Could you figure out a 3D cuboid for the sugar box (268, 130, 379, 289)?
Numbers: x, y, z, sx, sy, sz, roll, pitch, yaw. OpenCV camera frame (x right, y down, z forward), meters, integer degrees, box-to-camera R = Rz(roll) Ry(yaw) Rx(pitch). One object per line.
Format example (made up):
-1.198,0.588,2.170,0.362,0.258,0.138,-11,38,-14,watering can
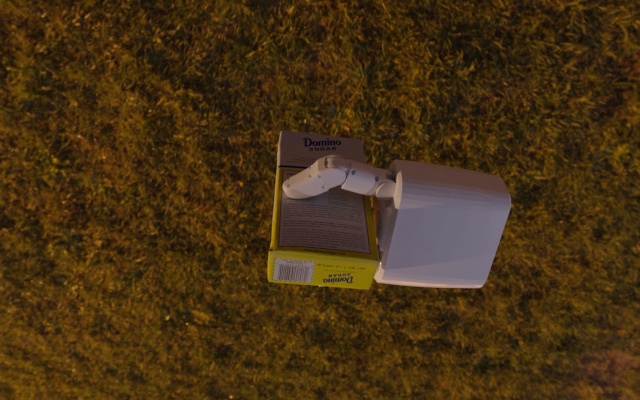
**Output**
0.000,0.002,0.467,0.093,0.048,0.176,6,40,-6,sugar box
